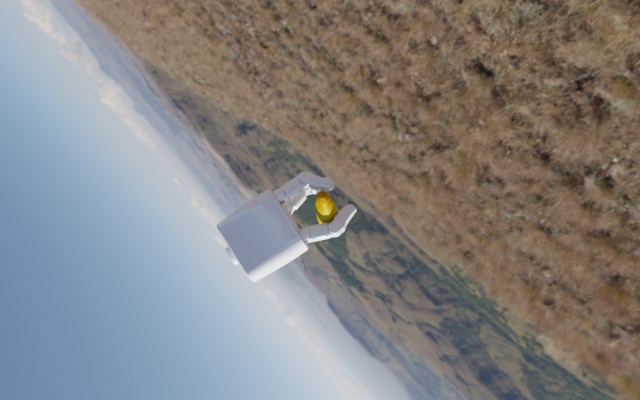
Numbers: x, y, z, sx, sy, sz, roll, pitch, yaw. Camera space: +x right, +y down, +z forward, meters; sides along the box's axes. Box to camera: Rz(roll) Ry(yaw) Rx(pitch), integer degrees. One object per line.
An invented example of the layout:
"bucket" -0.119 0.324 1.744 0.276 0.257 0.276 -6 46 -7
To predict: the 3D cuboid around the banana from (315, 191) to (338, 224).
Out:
"banana" 0.008 0.019 0.831 0.037 0.069 0.198 -27 1 -1
